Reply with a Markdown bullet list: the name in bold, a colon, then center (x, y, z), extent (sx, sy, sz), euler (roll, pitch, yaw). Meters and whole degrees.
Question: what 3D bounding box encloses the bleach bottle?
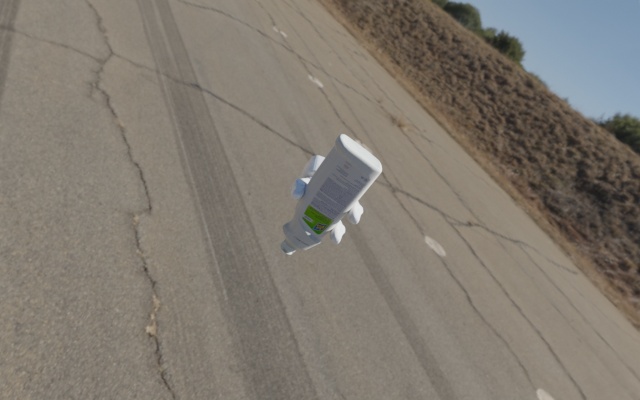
- **bleach bottle**: center (0.000, 0.003, 0.896), extent (0.102, 0.251, 0.068), euler (35, 23, -11)
